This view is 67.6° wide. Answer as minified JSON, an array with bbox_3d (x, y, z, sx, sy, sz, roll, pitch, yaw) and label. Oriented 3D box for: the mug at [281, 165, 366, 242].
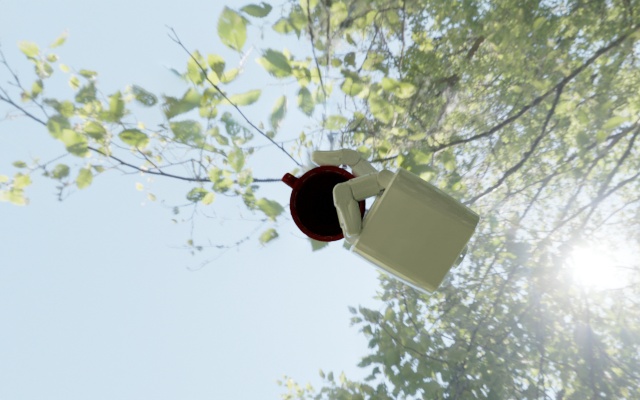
[{"bbox_3d":[-0.001,0.001,0.615,0.117,0.093,0.081,31,-4,6],"label":"mug"}]
